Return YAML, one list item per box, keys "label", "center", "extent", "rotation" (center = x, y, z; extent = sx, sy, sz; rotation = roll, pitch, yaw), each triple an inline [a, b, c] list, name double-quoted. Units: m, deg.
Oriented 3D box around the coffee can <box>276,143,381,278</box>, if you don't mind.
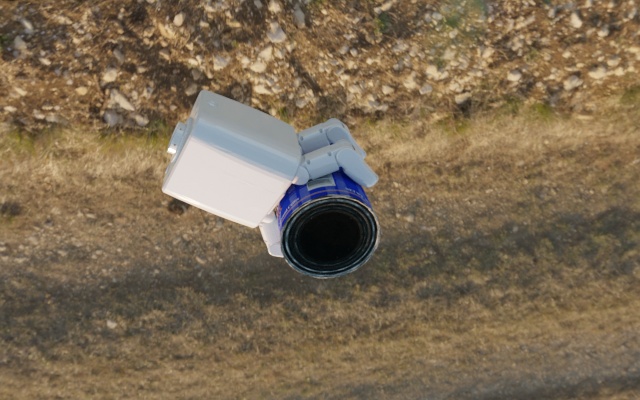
- label: "coffee can"
  center: [0.000, 0.002, 0.533]
  extent: [0.103, 0.103, 0.140]
  rotation: [0, 32, -10]
